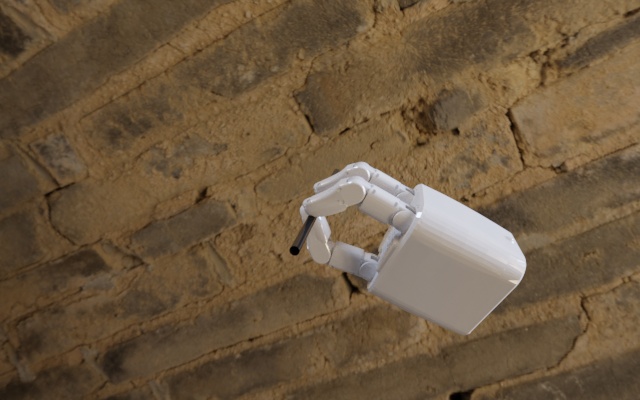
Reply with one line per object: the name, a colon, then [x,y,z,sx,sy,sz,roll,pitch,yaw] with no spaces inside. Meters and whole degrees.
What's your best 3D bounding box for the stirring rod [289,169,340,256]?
stirring rod: [0.000,0.002,0.477,0.011,0.011,0.239,0,18,10]
